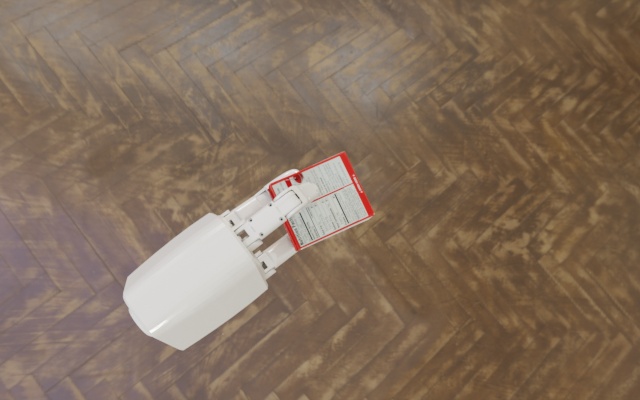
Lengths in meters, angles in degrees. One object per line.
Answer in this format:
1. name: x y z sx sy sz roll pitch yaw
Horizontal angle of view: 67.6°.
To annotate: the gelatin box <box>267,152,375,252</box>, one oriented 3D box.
1. gelatin box: 0.000 0.001 0.490 0.089 0.073 0.030 -24 -7 -9
